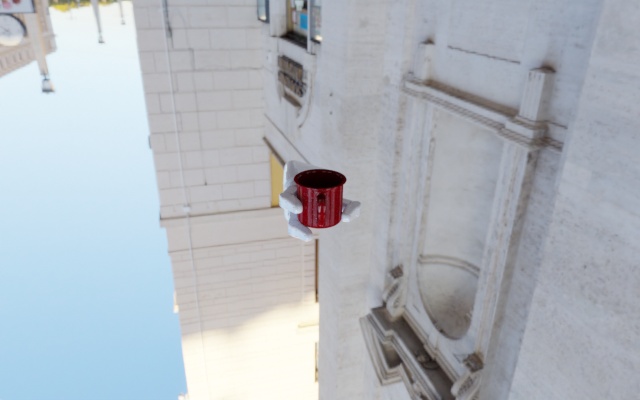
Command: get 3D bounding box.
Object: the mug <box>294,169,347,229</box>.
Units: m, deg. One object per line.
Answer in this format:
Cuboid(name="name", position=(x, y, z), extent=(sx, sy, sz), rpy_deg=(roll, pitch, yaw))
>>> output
Cuboid(name="mug", position=(0.000, 0.004, 0.841), extent=(0.093, 0.081, 0.117), rpy_deg=(-2, 25, -5))
